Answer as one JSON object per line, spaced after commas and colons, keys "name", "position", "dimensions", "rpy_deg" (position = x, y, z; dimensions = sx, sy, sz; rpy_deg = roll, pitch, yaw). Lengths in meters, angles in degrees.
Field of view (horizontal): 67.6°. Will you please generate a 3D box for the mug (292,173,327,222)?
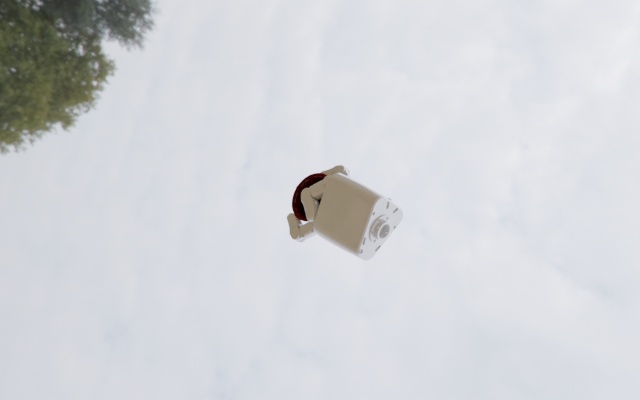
{"name": "mug", "position": [-0.001, 0.003, 0.888], "dimensions": [0.117, 0.093, 0.081], "rpy_deg": [29, -1, 42]}
